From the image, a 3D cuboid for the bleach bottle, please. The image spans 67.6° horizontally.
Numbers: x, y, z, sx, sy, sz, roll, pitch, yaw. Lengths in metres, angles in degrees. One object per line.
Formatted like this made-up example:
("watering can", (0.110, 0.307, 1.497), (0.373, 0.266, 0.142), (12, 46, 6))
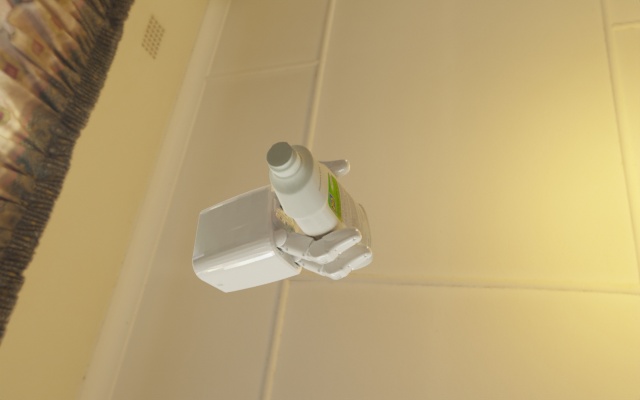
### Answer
("bleach bottle", (0.000, 0.002, 0.569), (0.068, 0.102, 0.251), (-17, -31, 12))
